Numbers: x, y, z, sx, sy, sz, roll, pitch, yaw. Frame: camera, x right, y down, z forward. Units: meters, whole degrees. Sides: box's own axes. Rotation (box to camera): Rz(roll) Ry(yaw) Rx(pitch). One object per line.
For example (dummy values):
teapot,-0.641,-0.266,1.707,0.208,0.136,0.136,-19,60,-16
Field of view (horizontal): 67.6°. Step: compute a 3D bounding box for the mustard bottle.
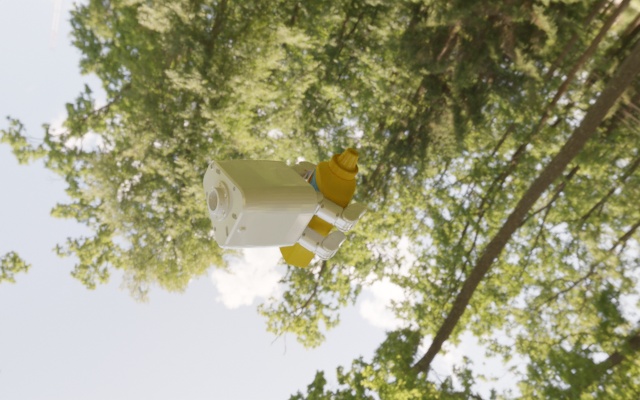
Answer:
mustard bottle,0.000,0.002,0.682,0.058,0.192,0.096,18,37,-20
